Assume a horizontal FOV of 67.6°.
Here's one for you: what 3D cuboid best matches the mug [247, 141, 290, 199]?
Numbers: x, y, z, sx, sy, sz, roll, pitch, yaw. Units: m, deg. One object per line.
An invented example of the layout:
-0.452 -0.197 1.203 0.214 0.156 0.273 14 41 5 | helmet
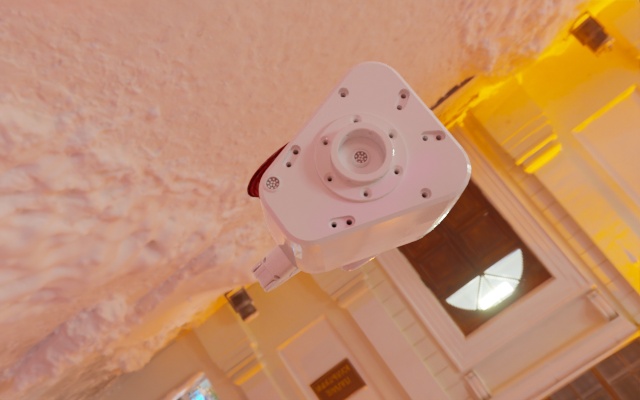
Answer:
0.000 0.002 0.413 0.093 0.081 0.117 -36 -12 -6 | mug
